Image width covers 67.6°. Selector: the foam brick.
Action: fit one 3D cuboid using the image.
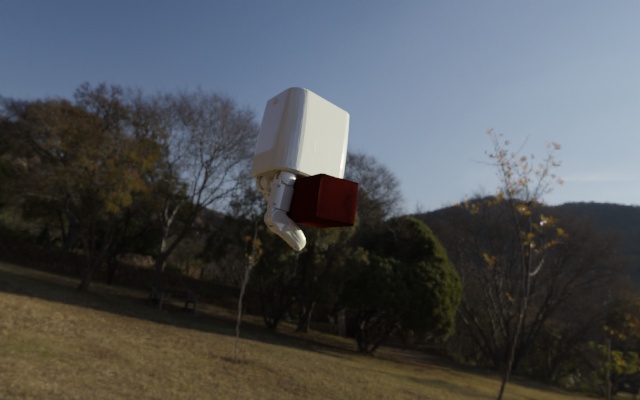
[{"bbox_3d":[0.000,0.002,0.558,0.053,0.051,0.078,15,-11,-29],"label":"foam brick"}]
